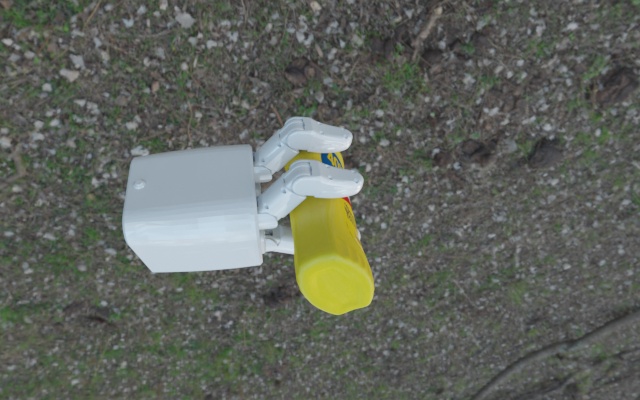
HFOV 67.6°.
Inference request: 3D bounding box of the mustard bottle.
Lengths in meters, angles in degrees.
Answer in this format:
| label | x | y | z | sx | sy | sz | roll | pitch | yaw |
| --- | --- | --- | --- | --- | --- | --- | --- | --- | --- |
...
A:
| label | x | y | z | sx | sy | sz | roll | pitch | yaw |
| --- | --- | --- | --- | --- | --- | --- | --- | --- | --- |
| mustard bottle | 0.000 | 0.002 | 0.444 | 0.058 | 0.191 | 0.096 | -21 | -42 | 11 |
